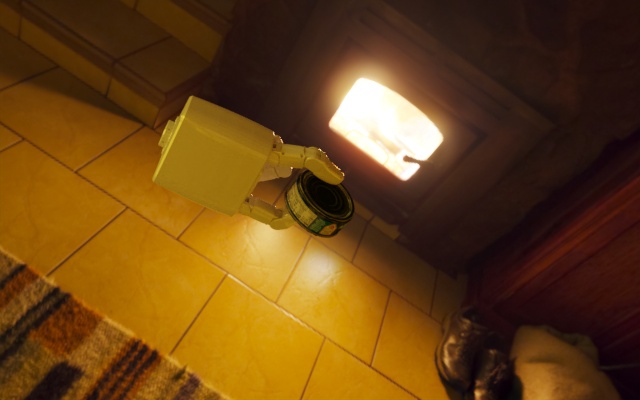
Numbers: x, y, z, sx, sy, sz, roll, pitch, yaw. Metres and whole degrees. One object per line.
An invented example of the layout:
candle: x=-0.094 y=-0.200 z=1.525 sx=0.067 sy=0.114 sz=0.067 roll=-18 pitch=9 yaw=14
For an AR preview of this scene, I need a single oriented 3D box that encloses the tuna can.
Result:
tuna can: x=0.000 y=0.002 z=0.591 sx=0.086 sy=0.086 sz=0.034 roll=0 pitch=-37 yaw=-45
